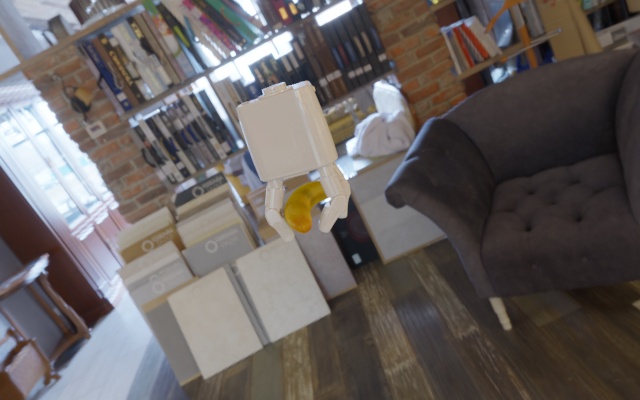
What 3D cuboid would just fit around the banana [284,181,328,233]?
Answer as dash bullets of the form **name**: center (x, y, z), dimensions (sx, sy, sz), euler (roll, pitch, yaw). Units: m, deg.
- **banana**: center (-0.016, 0.002, 0.716), dimensions (0.069, 0.037, 0.197), euler (-3, 18, 22)
